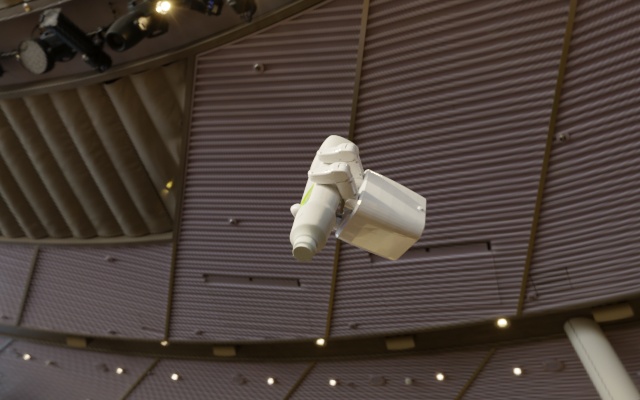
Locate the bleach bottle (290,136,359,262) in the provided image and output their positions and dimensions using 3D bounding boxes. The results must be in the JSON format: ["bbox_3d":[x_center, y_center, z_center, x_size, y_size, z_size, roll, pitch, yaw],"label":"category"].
[{"bbox_3d":[0.000,0.002,0.730,0.068,0.103,0.250,25,39,-4],"label":"bleach bottle"}]
